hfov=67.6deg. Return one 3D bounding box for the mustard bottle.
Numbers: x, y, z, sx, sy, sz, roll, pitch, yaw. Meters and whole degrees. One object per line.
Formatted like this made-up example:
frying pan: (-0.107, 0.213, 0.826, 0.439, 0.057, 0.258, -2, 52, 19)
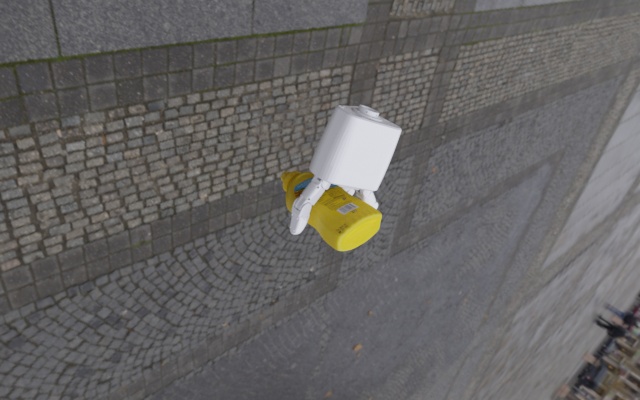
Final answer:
mustard bottle: (0.000, 0.003, 0.775, 0.096, 0.058, 0.191, -26, 47, -33)
